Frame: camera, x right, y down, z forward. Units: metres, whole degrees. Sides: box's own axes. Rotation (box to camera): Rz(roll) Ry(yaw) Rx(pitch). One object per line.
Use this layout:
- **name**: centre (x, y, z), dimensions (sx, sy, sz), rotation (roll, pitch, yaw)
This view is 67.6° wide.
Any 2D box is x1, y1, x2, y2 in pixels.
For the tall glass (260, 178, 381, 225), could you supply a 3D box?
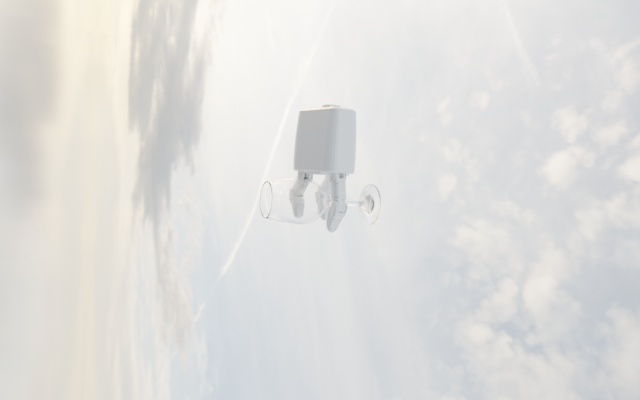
- **tall glass**: centre (0.001, 0.003, 0.821), dimensions (0.201, 0.079, 0.079), rotation (2, -1, -26)
